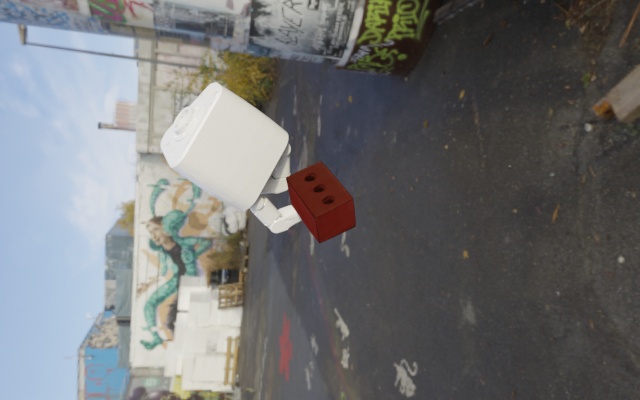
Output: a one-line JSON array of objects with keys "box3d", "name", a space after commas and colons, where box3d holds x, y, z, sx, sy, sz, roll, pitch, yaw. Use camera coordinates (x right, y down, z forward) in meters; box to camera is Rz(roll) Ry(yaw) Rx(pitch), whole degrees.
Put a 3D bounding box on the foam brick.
[{"box3d": [0.000, 0.002, 0.580, 0.053, 0.051, 0.078, -26, 51, -16], "name": "foam brick"}]
